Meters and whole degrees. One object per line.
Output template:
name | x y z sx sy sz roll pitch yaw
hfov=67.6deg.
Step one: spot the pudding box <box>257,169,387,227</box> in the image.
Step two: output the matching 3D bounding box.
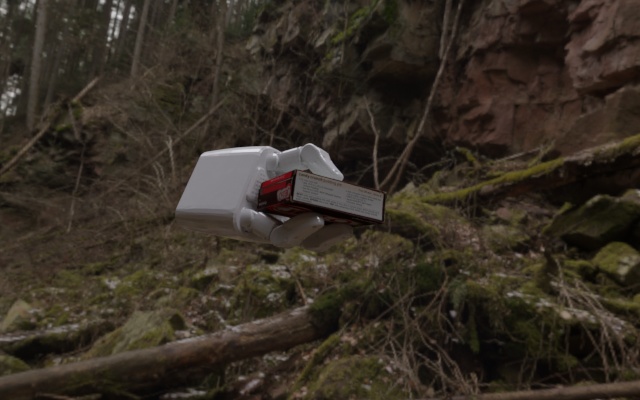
pudding box | 0.000 0.002 0.514 0.113 0.039 0.090 11 -11 -27
